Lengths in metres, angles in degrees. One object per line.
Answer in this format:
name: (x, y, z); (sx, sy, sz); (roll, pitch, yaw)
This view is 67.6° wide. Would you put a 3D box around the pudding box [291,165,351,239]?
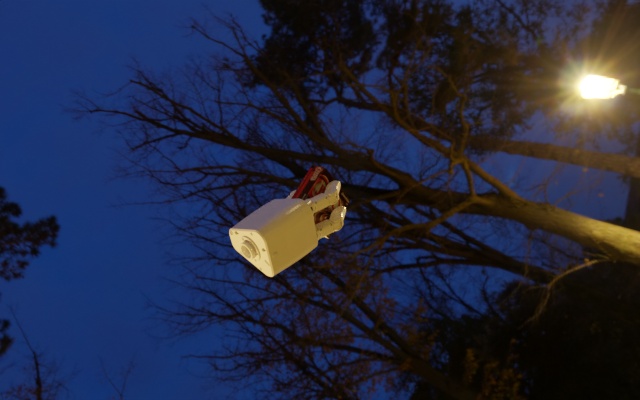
pudding box: (0.000, 0.003, 0.883); (0.039, 0.090, 0.113); (17, -23, 39)
